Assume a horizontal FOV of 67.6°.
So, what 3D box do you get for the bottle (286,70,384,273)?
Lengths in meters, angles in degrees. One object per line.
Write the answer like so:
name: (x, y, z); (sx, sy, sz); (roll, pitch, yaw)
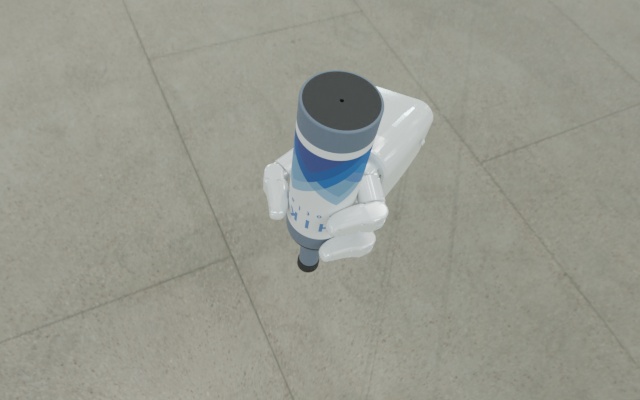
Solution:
bottle: (0.000, 0.002, 0.488); (0.069, 0.069, 0.296); (0, -32, -8)
